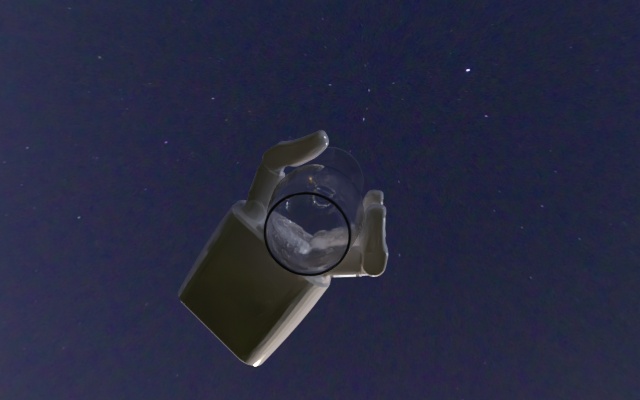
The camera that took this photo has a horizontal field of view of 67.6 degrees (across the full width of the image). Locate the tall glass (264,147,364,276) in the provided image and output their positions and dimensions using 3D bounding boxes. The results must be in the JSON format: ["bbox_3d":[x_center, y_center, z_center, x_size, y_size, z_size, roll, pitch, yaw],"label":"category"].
[{"bbox_3d":[0.000,0.001,0.428,0.079,0.079,0.201,0,13,6],"label":"tall glass"}]
